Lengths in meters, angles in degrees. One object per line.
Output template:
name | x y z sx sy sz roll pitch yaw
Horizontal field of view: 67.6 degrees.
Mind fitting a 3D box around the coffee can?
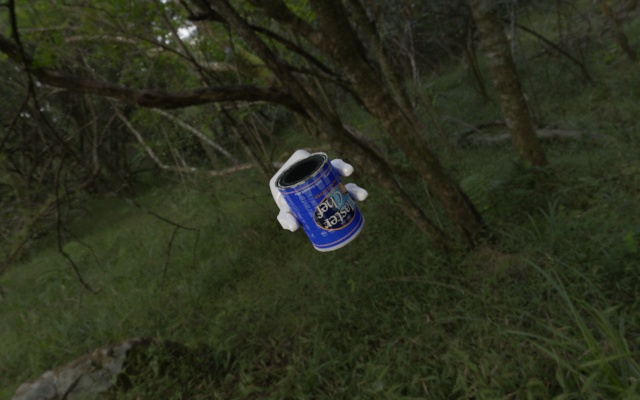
coffee can | 0.000 0.003 0.826 0.103 0.140 0.102 -25 25 13
